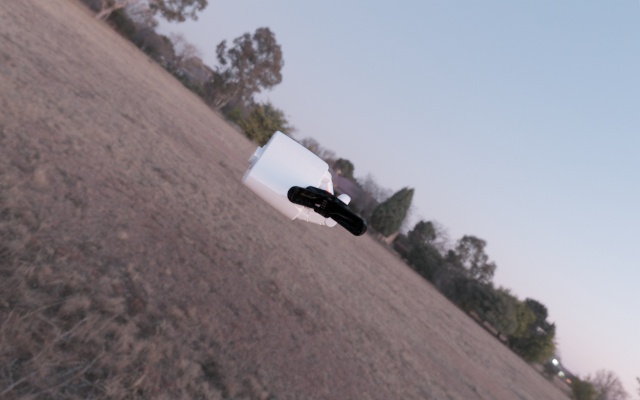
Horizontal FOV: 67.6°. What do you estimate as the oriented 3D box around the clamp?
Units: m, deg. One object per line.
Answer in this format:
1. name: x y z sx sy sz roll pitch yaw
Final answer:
1. clamp: 0.001 0.002 0.721 0.120 0.039 0.171 33 2 -13
